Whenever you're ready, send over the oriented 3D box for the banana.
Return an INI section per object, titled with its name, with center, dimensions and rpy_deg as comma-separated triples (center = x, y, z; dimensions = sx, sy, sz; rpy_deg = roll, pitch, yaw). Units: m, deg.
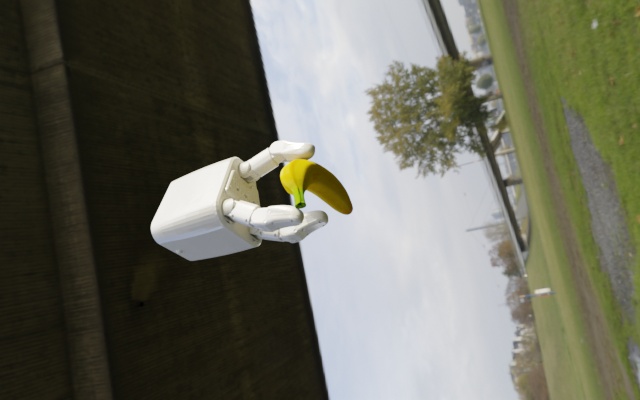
[banana]
center = -0.006, -0.016, 0.603
dimensions = 0.037, 0.069, 0.198
rpy_deg = -18, -9, 20
